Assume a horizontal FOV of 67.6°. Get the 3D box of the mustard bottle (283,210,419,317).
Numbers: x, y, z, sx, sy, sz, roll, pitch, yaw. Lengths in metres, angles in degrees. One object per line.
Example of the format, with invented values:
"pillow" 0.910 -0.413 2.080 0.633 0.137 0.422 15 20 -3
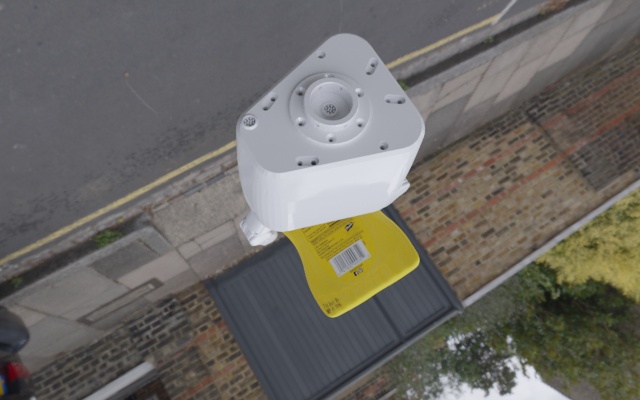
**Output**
"mustard bottle" 0.000 0.002 0.439 0.096 0.191 0.058 -35 -14 11
